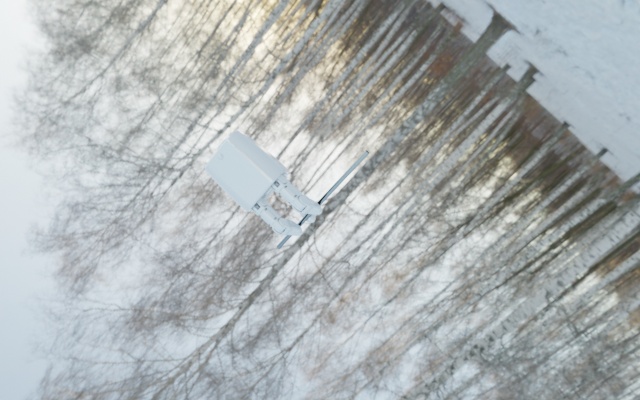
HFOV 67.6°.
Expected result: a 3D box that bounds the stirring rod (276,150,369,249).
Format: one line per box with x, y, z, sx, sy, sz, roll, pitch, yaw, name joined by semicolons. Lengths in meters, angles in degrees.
0.000;0.003;0.822;0.239;0.011;0.011;-47;-21;21;stirring rod
